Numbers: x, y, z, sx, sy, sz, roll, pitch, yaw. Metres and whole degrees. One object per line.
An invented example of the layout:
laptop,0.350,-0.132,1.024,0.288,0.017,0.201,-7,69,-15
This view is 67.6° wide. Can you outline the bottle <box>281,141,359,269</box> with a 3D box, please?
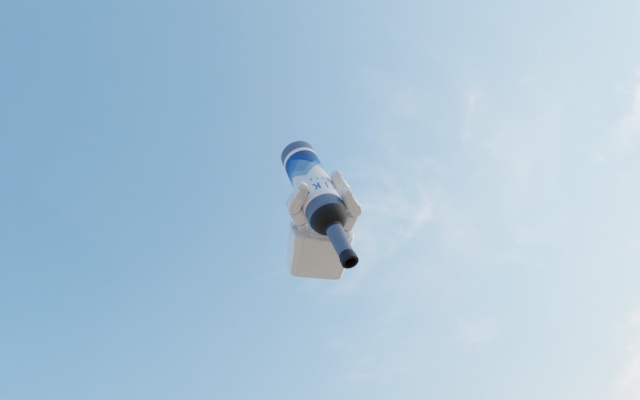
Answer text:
bottle,0.000,0.002,0.822,0.069,0.069,0.295,0,38,-23
